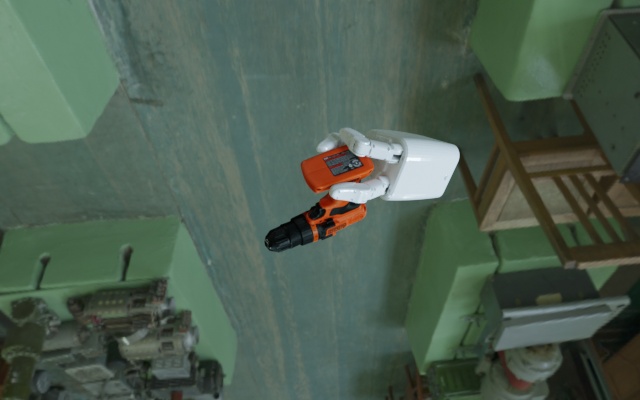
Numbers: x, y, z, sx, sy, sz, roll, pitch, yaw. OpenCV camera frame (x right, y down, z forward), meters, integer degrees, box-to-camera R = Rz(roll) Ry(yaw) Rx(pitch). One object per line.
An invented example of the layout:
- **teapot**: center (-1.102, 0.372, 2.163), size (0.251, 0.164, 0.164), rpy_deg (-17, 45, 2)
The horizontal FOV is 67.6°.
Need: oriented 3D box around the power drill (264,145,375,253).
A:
- **power drill**: center (0.000, 0.002, 0.740), size (0.184, 0.057, 0.188), rpy_deg (-23, -25, -21)
